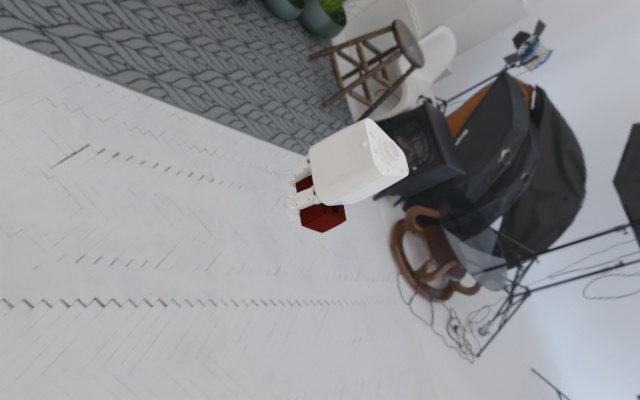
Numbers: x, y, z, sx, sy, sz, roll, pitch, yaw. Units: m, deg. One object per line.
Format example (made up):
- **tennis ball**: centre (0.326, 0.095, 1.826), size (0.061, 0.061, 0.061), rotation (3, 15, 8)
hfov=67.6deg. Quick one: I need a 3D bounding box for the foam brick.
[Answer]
- **foam brick**: centre (0.000, 0.003, 0.744), size (0.051, 0.078, 0.053), rotation (-26, -29, 32)
